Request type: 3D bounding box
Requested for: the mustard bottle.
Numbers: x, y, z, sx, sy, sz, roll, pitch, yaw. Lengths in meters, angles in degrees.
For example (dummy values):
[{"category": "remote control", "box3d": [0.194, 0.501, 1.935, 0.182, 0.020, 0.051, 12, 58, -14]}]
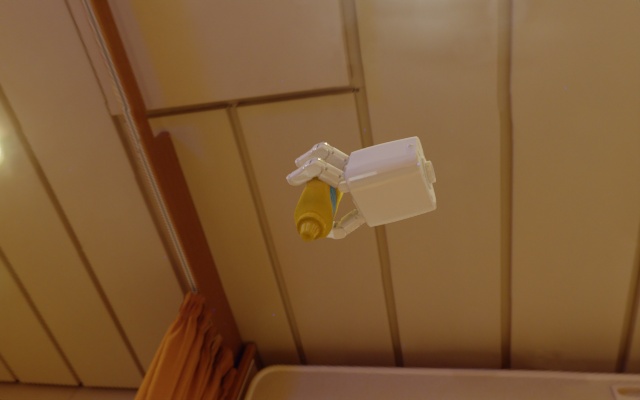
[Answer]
[{"category": "mustard bottle", "box3d": [0.000, 0.002, 0.733, 0.058, 0.096, 0.191, 7, 31, 8]}]
